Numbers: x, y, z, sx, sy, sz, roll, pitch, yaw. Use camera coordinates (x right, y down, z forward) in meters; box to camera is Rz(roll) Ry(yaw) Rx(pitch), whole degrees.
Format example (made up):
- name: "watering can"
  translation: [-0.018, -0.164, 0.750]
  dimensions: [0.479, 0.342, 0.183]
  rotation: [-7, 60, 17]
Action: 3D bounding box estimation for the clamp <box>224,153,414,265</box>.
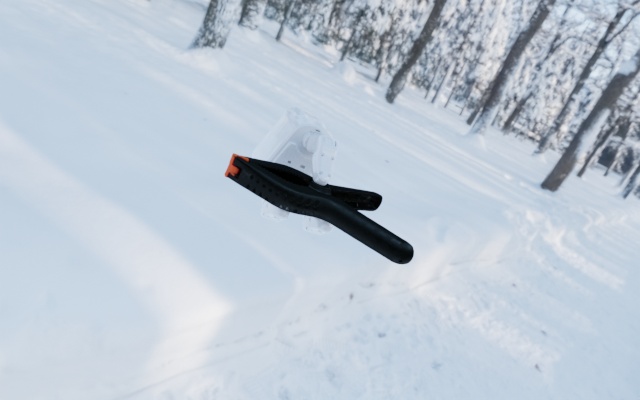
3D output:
- name: "clamp"
  translation: [0.000, 0.001, 0.523]
  dimensions: [0.210, 0.036, 0.164]
  rotation: [19, 17, -19]
